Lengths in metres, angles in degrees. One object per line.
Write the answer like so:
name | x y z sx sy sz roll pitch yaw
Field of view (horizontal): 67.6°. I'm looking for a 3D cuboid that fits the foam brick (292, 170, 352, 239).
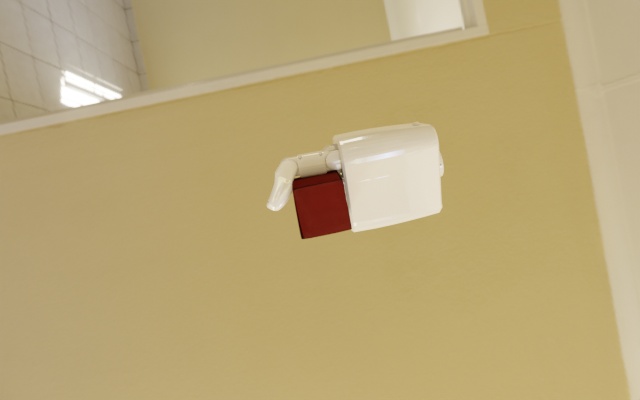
foam brick | 0.000 0.002 0.496 0.051 0.053 0.078 -10 12 -1
